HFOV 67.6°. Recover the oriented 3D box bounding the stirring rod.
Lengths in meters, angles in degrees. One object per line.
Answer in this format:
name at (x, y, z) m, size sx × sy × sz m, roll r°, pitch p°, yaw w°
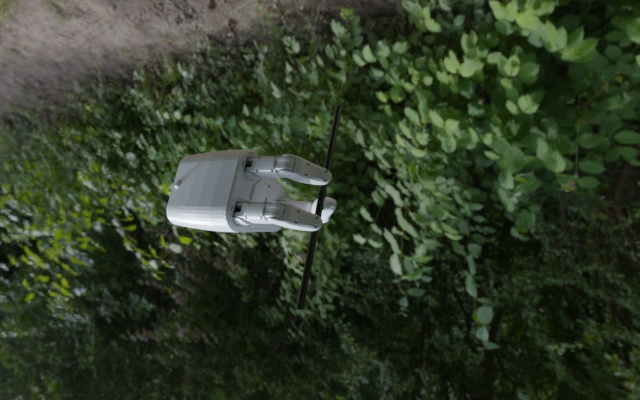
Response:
stirring rod at (0.000, 0.002, 0.539) m, size 0.011 × 0.239 × 0.011 m, roll 10°, pitch -16°, yaw 3°
